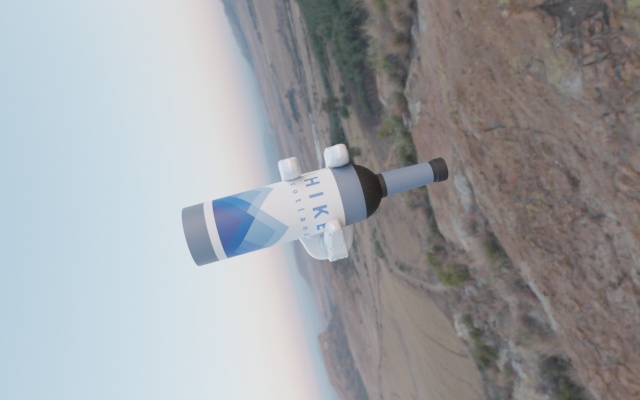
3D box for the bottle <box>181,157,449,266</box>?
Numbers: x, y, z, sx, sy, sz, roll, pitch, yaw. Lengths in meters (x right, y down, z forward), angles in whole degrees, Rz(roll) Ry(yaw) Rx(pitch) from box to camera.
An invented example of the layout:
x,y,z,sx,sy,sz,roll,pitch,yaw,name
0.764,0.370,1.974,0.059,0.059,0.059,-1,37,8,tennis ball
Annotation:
x,y,z,sx,sy,sz,roll,pitch,yaw,name
0.000,0.002,0.535,0.296,0.069,0.069,-15,1,-5,bottle
